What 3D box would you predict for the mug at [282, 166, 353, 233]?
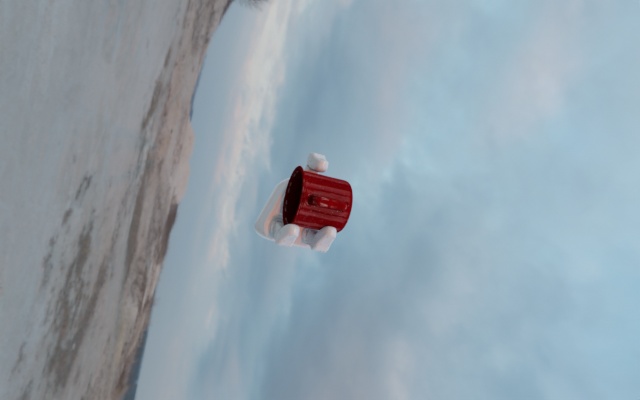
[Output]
[{"bbox_3d":[0.001,0.002,0.696,0.081,0.093,0.117,12,-4,-19],"label":"mug"}]
